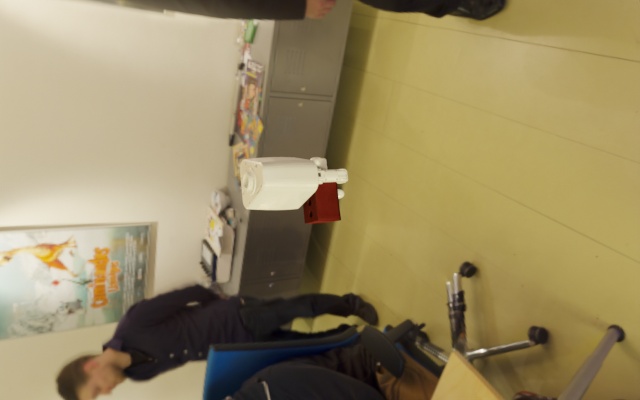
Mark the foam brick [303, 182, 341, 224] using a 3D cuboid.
[{"bbox_3d":[0.000,0.003,0.894,0.051,0.078,0.053,-3,-7,-31],"label":"foam brick"}]
